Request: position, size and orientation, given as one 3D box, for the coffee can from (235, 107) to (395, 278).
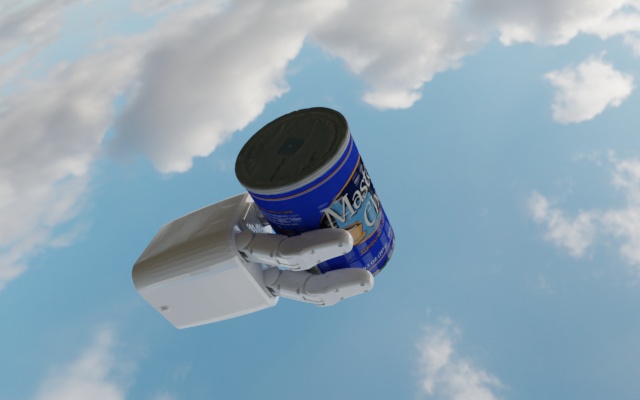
[{"bbox_3d":[0.000,0.001,0.438,0.103,0.102,0.140,0,-43,30],"label":"coffee can"}]
